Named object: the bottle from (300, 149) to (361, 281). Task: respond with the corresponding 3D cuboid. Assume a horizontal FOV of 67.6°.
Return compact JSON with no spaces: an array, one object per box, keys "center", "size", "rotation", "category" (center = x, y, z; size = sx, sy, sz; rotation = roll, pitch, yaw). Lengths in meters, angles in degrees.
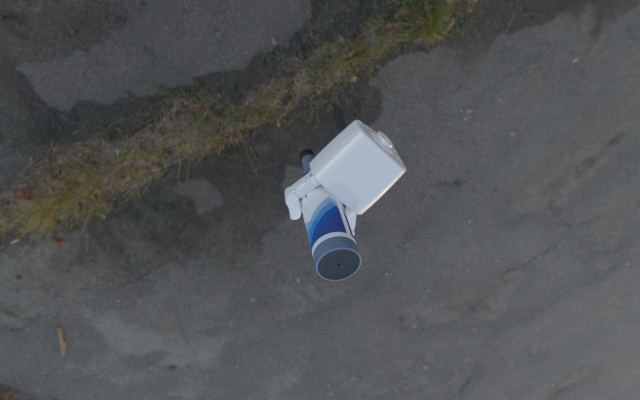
[{"center":[0.000,0.003,0.793],"size":[0.069,0.069,0.295],"rotation":[0,37,-13],"category":"bottle"}]
